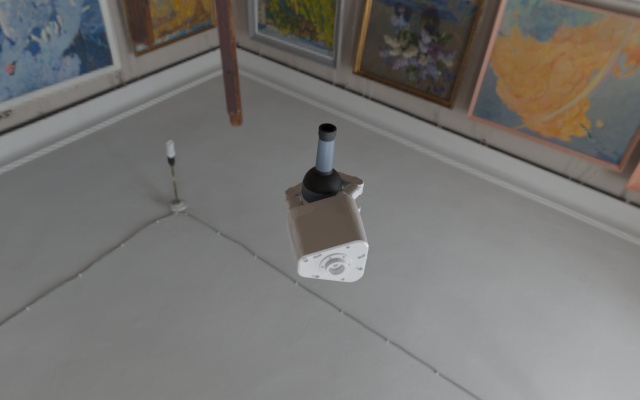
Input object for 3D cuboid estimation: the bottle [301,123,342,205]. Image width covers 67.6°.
[{"bbox_3d":[0.000,0.003,0.812,0.069,0.296,0.069,3,40,-3],"label":"bottle"}]
